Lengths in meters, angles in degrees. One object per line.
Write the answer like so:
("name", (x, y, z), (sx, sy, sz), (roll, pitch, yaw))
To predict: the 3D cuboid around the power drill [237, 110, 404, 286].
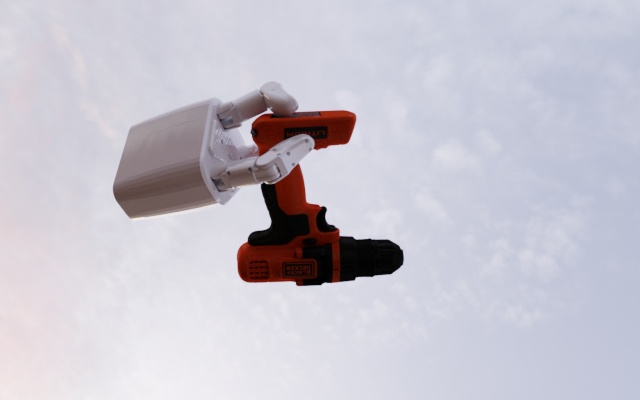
("power drill", (0.000, 0.001, 0.505), (0.184, 0.188, 0.057), (-3, 17, -6))
